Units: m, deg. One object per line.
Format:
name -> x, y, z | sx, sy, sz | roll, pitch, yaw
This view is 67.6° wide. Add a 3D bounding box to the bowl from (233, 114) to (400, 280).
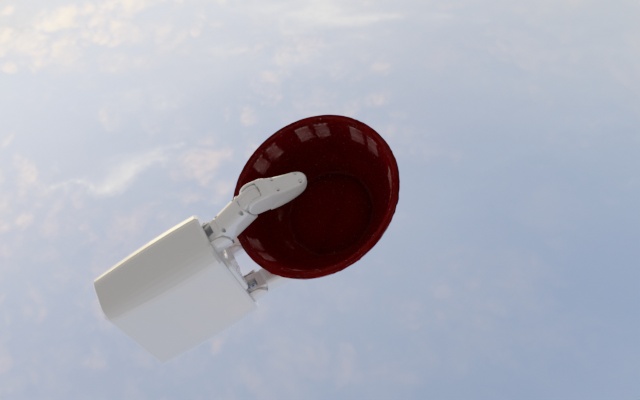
bowl -> 0.001, 0.001, 0.452 | 0.162, 0.162, 0.055 | 0, -22, 22
